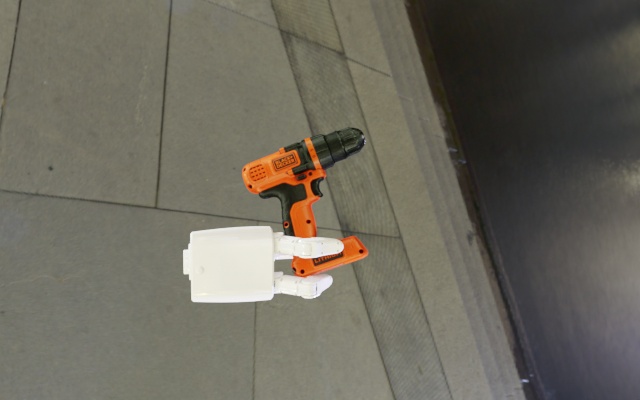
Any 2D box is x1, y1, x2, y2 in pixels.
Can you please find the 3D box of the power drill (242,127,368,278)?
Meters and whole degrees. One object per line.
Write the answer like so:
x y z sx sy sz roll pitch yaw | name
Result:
0.000 0.003 0.675 0.184 0.187 0.057 -21 -12 3 | power drill
